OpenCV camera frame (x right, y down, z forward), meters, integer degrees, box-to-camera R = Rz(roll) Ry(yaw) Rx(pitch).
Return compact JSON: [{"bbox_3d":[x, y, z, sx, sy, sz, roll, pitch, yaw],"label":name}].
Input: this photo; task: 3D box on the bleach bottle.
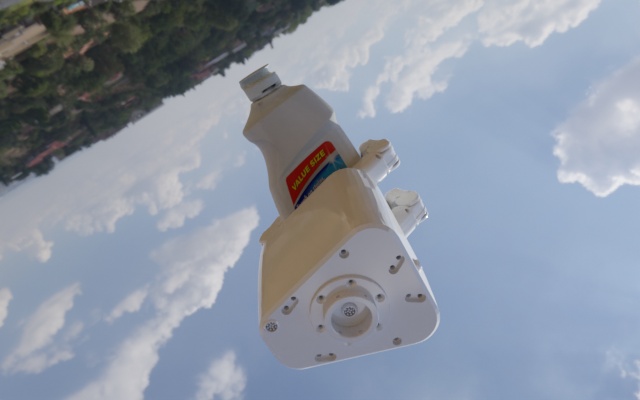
[{"bbox_3d":[0.000,0.001,0.429,0.102,0.251,0.068,-29,19,6],"label":"bleach bottle"}]
